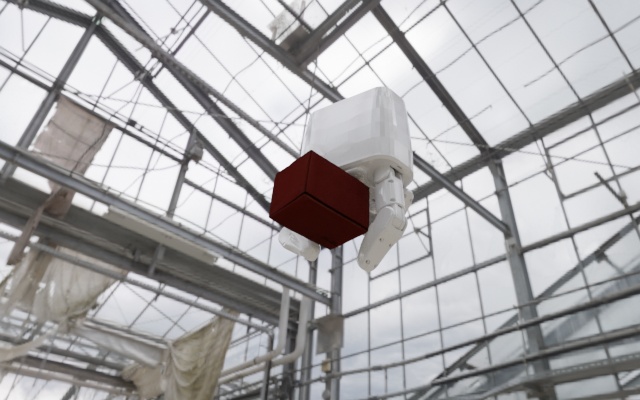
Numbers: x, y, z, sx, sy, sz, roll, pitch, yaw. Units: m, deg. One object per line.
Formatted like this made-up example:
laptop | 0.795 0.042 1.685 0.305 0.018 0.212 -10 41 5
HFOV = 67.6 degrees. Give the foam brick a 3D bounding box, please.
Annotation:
foam brick | 0.000 0.001 0.435 0.078 0.051 0.053 31 -43 -31
